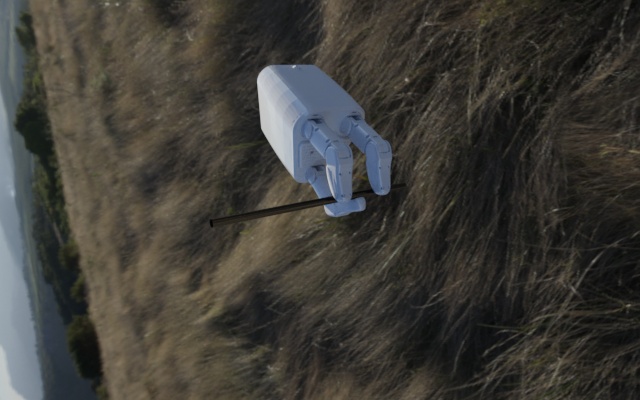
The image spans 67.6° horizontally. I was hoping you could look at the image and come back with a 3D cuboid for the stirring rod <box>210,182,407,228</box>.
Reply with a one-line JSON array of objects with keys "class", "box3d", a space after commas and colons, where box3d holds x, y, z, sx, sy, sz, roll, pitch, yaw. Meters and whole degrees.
[{"class": "stirring rod", "box3d": [0.000, 0.002, 0.497, 0.239, 0.011, 0.011, -11, 6, -33]}]
